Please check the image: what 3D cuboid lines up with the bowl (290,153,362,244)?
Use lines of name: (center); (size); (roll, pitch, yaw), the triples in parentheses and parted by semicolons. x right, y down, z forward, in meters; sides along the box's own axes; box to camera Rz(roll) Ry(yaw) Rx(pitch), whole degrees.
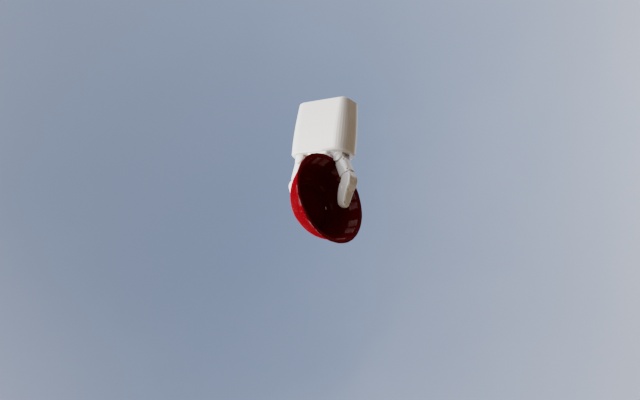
bowl: (0.000, 0.004, 0.818); (0.055, 0.162, 0.162); (-24, -15, 38)
